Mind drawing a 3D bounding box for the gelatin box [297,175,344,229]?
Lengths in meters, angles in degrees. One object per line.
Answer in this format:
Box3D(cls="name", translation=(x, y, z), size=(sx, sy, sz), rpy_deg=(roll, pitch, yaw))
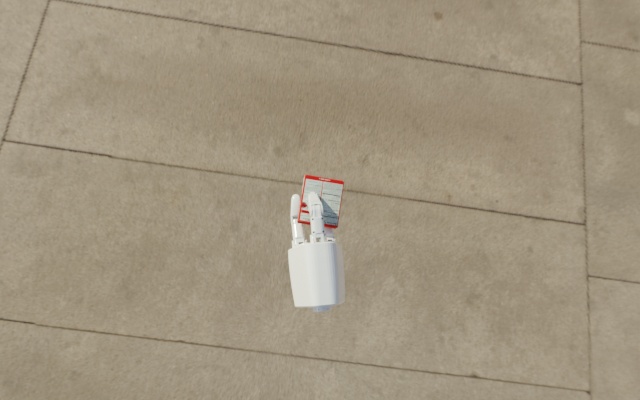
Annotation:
Box3D(cls="gelatin box", translation=(0.000, 0.002, 0.868), size=(0.073, 0.089, 0.030), rpy_deg=(9, -8, -5))
